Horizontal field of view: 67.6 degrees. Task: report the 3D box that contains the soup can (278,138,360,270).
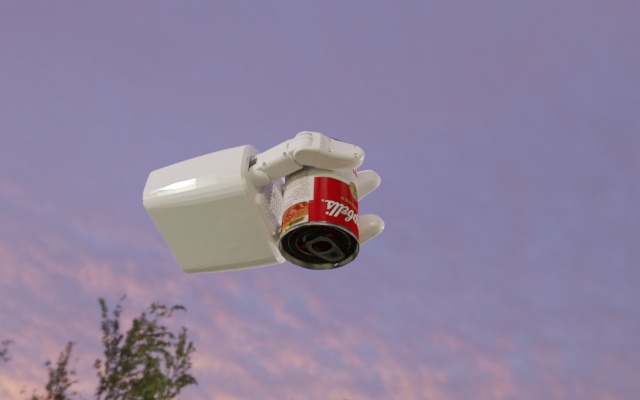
[{"bbox_3d":[0.001,0.001,0.428,0.068,0.102,0.069,1,-40,1],"label":"soup can"}]
